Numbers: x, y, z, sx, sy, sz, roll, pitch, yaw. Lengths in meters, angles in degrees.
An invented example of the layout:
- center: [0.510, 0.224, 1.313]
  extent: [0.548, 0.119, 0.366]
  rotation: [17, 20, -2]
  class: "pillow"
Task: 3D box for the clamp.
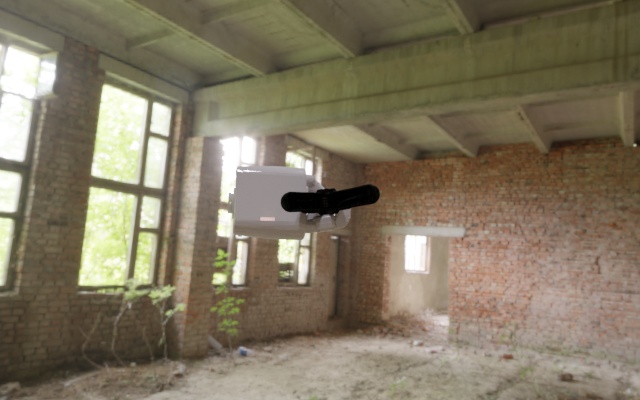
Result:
- center: [0.000, 0.002, 0.646]
  extent: [0.120, 0.039, 0.171]
  rotation: [1, -7, -11]
  class: "clamp"
